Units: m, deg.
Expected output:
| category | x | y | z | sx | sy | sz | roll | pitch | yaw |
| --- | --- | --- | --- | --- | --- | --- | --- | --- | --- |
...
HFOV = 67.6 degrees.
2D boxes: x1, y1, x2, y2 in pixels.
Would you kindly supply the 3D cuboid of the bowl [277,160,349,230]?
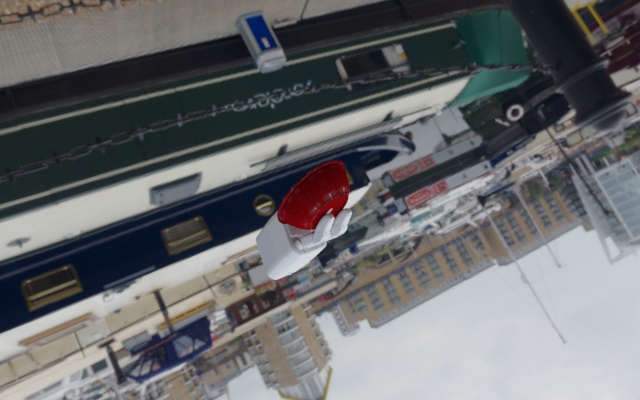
| category | x | y | z | sx | sy | sz | roll | pitch | yaw |
| --- | --- | --- | --- | --- | --- | --- | --- | --- | --- |
| bowl | 0.001 | 0.002 | 0.875 | 0.055 | 0.162 | 0.162 | 47 | 21 | 21 |
